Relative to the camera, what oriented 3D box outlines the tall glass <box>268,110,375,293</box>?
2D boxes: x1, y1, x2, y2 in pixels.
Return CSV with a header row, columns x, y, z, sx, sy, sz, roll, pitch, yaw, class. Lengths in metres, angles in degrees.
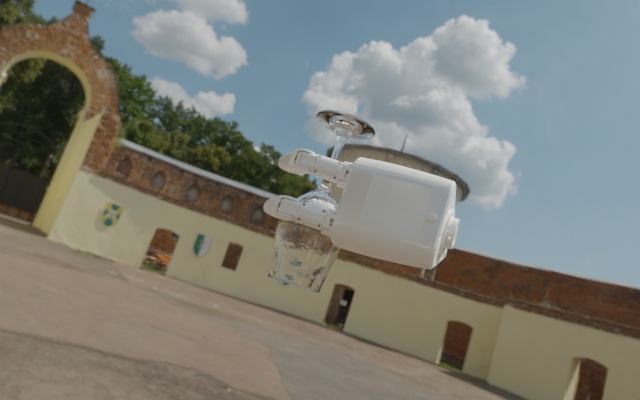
x,y,z,sx,sy,sz,roll,pitch,yaw,class
0.000,0.001,0.556,0.079,0.201,0.079,18,-10,3,tall glass
